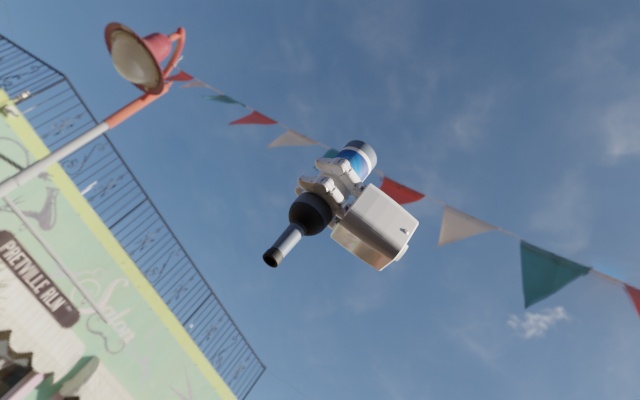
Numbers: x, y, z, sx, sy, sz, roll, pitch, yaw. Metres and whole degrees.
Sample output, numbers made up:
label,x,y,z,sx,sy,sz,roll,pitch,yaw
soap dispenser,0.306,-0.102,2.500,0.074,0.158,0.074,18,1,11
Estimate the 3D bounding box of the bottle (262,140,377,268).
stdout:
label,x,y,z,sx,sy,sz,roll,pitch,yaw
bottle,0.000,0.002,0.791,0.069,0.069,0.295,0,36,39
